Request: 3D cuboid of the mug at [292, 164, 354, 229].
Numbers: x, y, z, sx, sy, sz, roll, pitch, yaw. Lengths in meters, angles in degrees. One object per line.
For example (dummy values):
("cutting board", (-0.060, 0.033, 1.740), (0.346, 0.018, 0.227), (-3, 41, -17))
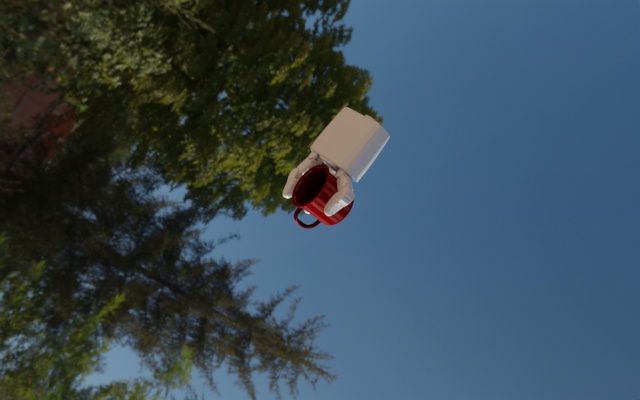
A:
("mug", (-0.001, 0.004, 0.881), (0.081, 0.117, 0.093), (38, 0, -32))
